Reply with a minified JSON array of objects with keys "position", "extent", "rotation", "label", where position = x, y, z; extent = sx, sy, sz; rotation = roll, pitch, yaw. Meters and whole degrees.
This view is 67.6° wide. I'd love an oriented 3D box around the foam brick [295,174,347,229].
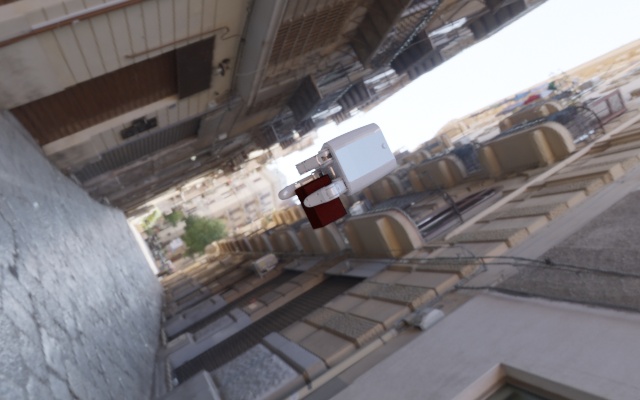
[{"position":[0.000,0.003,0.817],"extent":[0.051,0.078,0.053],"rotation":[-28,5,-22],"label":"foam brick"}]
